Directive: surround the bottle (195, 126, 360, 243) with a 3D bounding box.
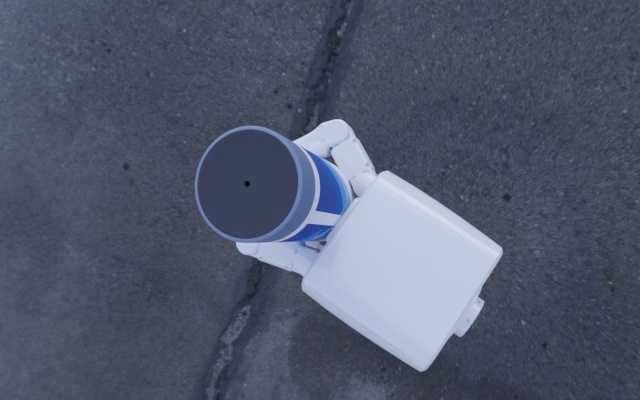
[{"bbox_3d":[0.000,0.001,0.408,0.069,0.069,0.296,0,-4,16],"label":"bottle"}]
